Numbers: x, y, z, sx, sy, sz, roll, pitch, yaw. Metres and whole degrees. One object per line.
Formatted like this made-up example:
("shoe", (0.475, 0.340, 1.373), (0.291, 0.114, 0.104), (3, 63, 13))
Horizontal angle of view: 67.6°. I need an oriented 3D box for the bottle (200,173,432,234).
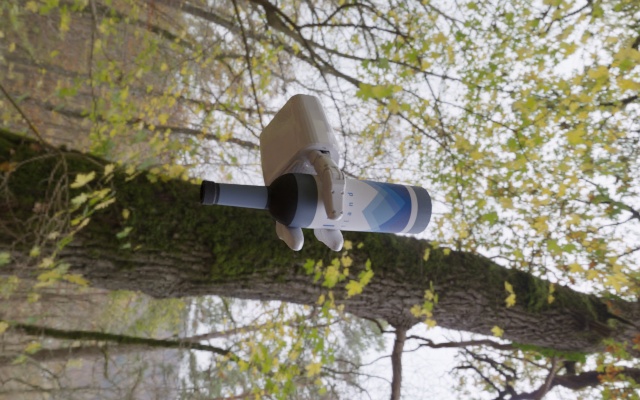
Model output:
("bottle", (0.000, 0.002, 0.598), (0.296, 0.069, 0.069), (5, -2, -24))
